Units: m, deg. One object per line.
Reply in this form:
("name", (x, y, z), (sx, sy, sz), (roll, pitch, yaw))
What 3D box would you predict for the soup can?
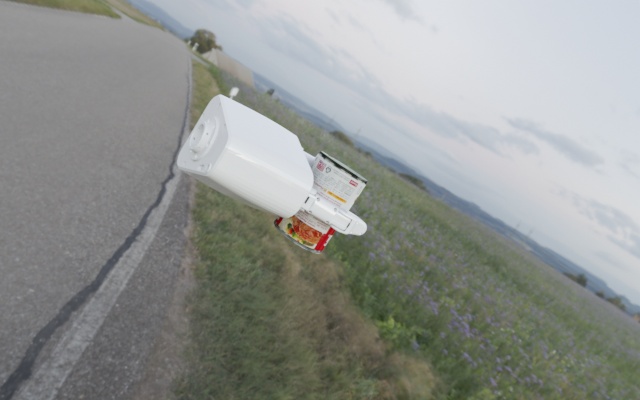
("soup can", (0.001, 0.002, 0.562), (0.068, 0.102, 0.068), (32, 7, -5))
